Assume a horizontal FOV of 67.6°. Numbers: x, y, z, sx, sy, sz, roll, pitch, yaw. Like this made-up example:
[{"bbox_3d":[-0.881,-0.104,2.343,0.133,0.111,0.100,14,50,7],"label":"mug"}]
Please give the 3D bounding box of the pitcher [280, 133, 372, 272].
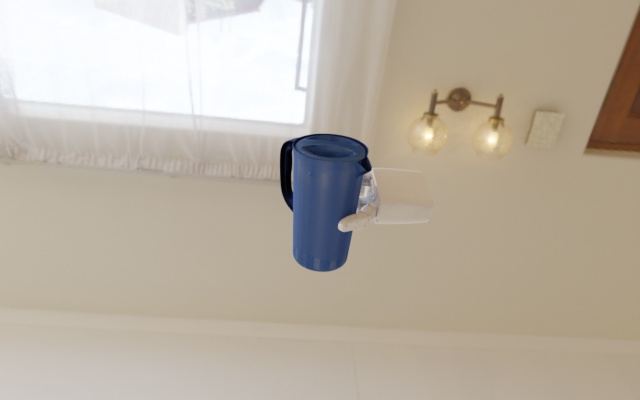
[{"bbox_3d":[0.000,0.003,0.888,0.145,0.243,0.149,-1,28,-12],"label":"pitcher"}]
